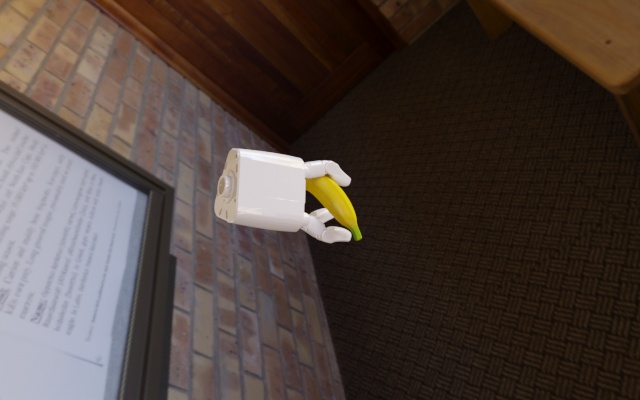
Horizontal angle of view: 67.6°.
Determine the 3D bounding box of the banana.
[{"bbox_3d":[0.002,-0.011,0.772,0.037,0.070,0.197,-17,38,-23],"label":"banana"}]
